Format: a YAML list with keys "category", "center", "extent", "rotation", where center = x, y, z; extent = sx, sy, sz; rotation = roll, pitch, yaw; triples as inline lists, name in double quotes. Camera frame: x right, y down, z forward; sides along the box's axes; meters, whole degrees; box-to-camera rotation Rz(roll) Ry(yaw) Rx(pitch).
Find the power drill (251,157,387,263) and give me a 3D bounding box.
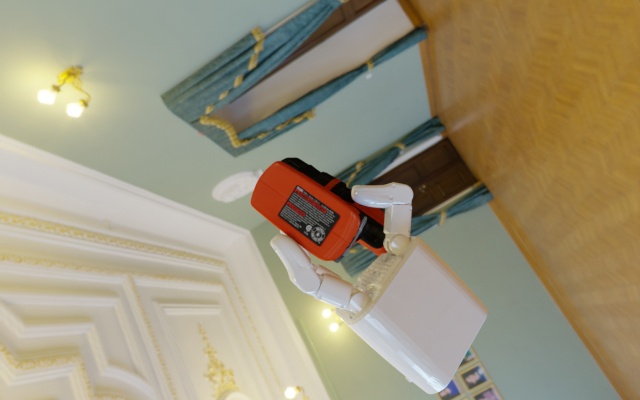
- category: "power drill"
  center: [0.000, 0.002, 0.521]
  extent: [0.184, 0.057, 0.187]
  rotation: [33, 10, 16]
